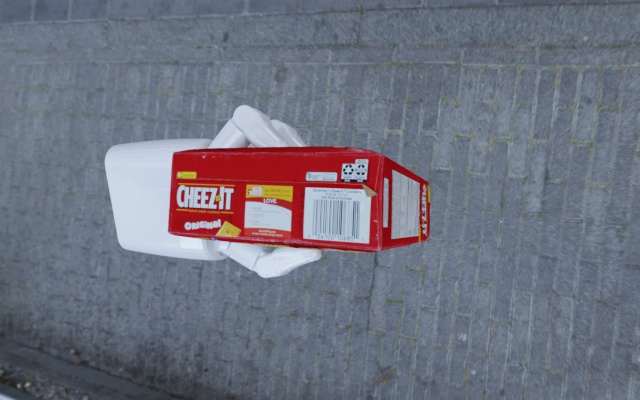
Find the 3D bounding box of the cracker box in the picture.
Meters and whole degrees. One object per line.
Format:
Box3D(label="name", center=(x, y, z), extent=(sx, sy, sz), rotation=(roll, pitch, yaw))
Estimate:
Box3D(label="cracker box", center=(0.000, 0.002, 0.422), extent=(0.164, 0.072, 0.214), rotation=(2, -2, 21))
